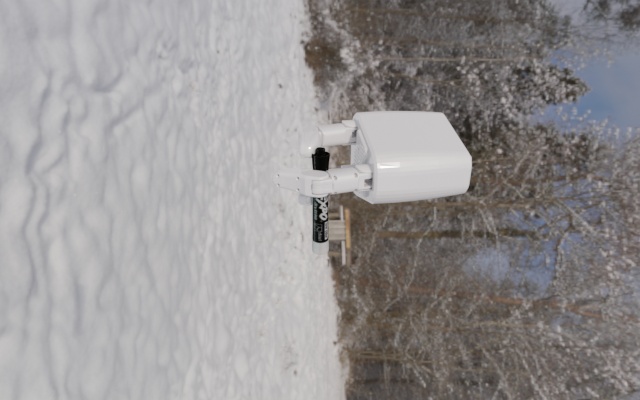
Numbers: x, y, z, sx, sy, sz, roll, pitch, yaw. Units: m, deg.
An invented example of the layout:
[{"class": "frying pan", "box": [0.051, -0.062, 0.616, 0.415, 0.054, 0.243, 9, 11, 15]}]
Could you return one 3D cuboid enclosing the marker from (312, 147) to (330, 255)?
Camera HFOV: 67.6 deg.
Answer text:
[{"class": "marker", "box": [0.000, 0.002, 0.507, 0.020, 0.121, 0.020, 0, 26, 0]}]
